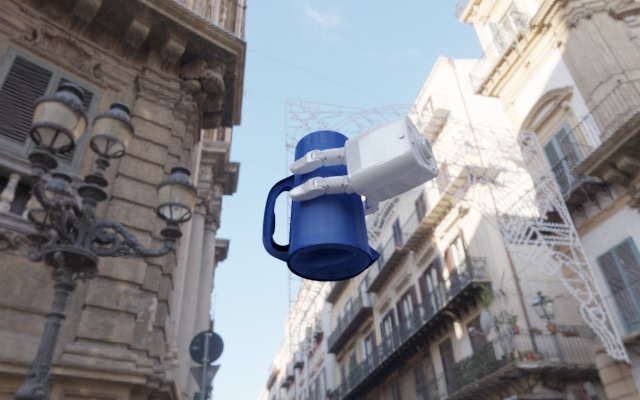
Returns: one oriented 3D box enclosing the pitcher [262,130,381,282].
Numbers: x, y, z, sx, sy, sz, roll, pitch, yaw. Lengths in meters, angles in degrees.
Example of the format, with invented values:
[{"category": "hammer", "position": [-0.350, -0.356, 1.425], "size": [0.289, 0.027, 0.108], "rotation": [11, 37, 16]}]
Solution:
[{"category": "pitcher", "position": [0.000, 0.003, 0.798], "size": [0.145, 0.242, 0.149], "rotation": [-23, -39, 27]}]
